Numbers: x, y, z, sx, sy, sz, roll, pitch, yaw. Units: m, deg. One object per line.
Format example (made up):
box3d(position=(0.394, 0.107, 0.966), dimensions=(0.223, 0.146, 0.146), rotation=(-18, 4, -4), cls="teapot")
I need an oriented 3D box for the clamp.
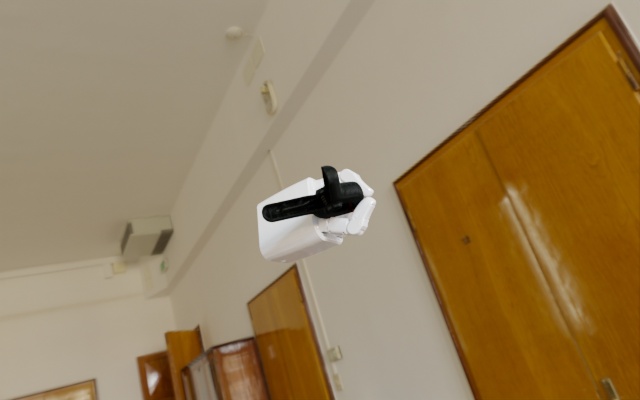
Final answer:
box3d(position=(0.000, 0.002, 0.664), dimensions=(0.120, 0.039, 0.171), rotation=(-24, -20, 21), cls="clamp")
